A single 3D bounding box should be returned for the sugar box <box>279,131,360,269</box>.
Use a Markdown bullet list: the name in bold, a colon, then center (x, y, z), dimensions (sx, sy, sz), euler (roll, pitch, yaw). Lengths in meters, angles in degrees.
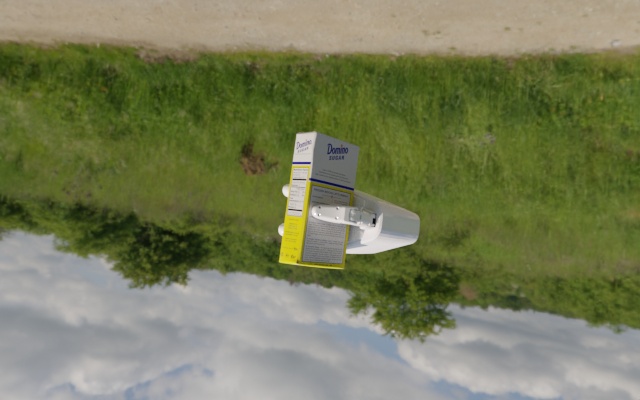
- **sugar box**: center (0.000, 0.002, 0.655), dimensions (0.048, 0.176, 0.093), euler (1, -8, 44)
